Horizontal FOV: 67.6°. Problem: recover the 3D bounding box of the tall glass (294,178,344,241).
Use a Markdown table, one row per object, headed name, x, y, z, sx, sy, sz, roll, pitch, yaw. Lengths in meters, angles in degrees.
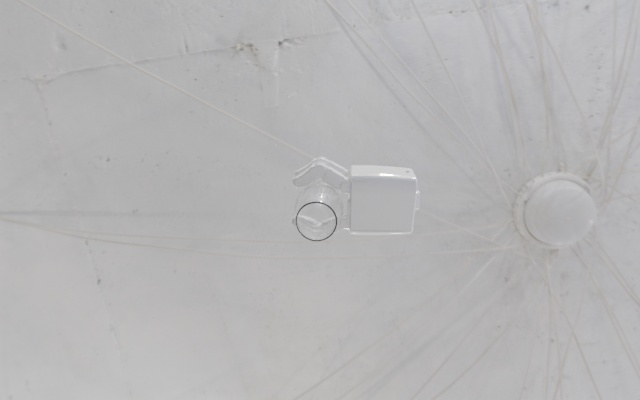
| name | x | y | z | sx | sy | sz | roll | pitch | yaw |
| --- | --- | --- | --- | --- | --- | --- | --- | --- | --- |
| tall glass | 0.000 | 0.002 | 0.795 | 0.079 | 0.079 | 0.201 | 0 | 17 | 4 |
